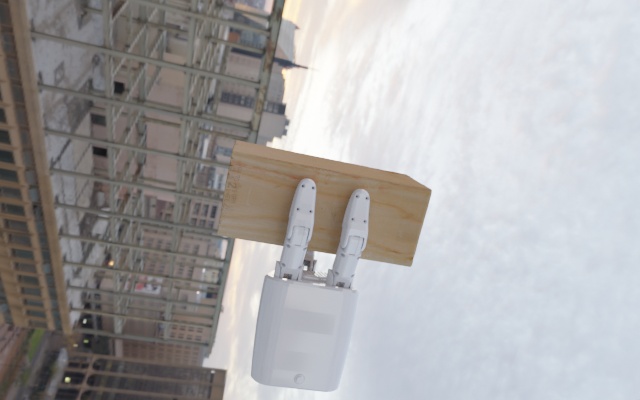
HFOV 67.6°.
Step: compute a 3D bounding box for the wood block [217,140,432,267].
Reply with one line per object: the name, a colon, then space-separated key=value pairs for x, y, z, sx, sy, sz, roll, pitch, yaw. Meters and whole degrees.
wood block: x=0.000 y=0.002 z=0.523 sx=0.206 sy=0.090 sz=0.090 roll=11 pitch=11 yaw=-11
